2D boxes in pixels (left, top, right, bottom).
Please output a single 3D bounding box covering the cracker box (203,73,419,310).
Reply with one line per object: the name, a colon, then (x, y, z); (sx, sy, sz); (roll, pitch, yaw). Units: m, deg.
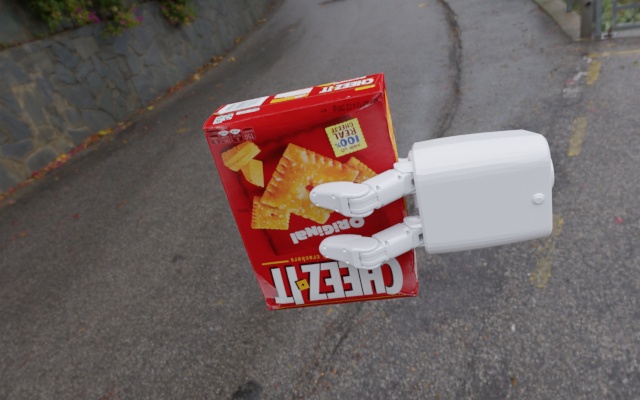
cracker box: (0.000, 0.001, 0.468); (0.164, 0.214, 0.072); (-8, 26, 13)
